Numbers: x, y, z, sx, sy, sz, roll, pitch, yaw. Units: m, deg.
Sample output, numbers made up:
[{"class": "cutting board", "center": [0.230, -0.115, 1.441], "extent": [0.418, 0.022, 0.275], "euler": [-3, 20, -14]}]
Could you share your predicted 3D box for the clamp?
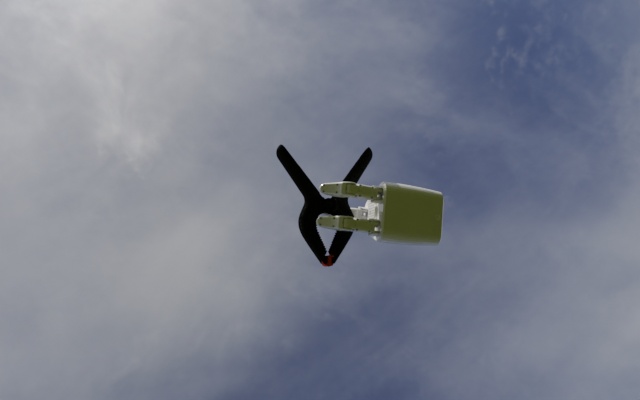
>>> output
[{"class": "clamp", "center": [0.000, 0.003, 0.794], "extent": [0.164, 0.210, 0.036], "euler": [7, -9, -10]}]
